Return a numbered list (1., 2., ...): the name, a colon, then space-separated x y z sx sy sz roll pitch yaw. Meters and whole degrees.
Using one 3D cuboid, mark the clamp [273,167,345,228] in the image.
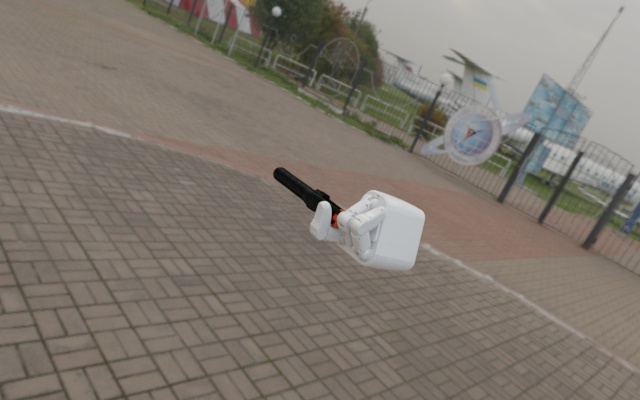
1. clamp: 0.000 0.002 0.806 0.120 0.039 0.171 21 14 -42
